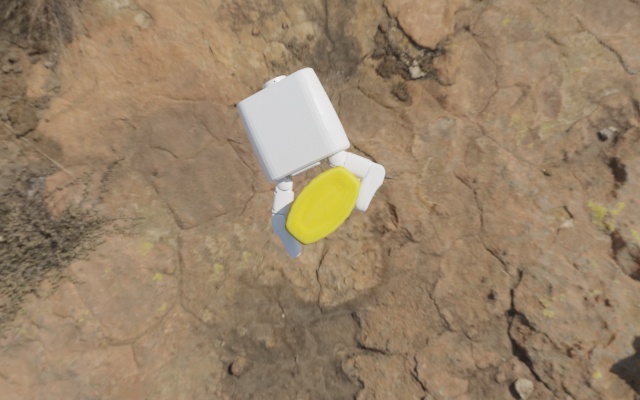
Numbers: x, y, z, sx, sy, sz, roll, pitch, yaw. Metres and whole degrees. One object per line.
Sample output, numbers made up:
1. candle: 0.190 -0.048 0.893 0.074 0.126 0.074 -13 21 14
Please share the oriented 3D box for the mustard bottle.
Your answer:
1. mustard bottle: 0.000 0.002 0.611 0.058 0.096 0.191 41 1 -3
